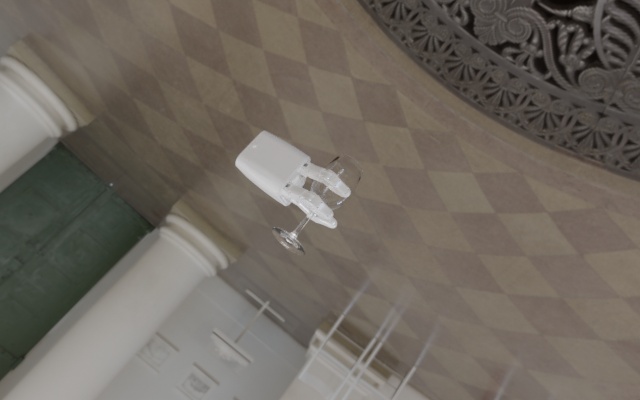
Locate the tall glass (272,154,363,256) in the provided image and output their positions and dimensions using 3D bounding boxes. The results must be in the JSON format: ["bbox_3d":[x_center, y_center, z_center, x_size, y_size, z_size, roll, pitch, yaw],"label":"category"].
[{"bbox_3d":[0.000,0.004,0.889,0.079,0.201,0.079,32,-25,17],"label":"tall glass"}]
